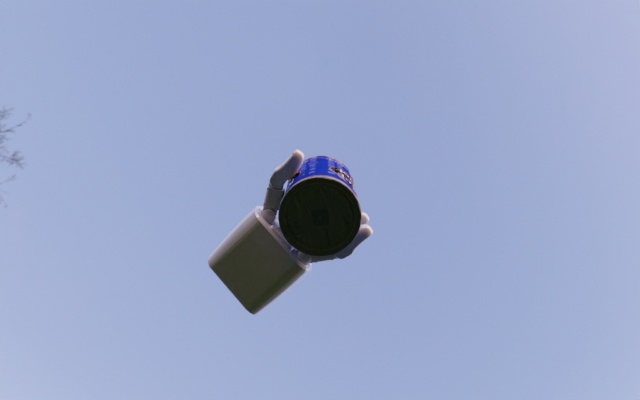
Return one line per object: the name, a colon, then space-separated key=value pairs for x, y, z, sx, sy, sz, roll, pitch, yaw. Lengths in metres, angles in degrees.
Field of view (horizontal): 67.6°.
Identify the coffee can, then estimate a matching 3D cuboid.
coffee can: x=0.000 y=0.002 z=0.649 sx=0.103 sy=0.103 sz=0.140 roll=0 pitch=16 yaw=1
